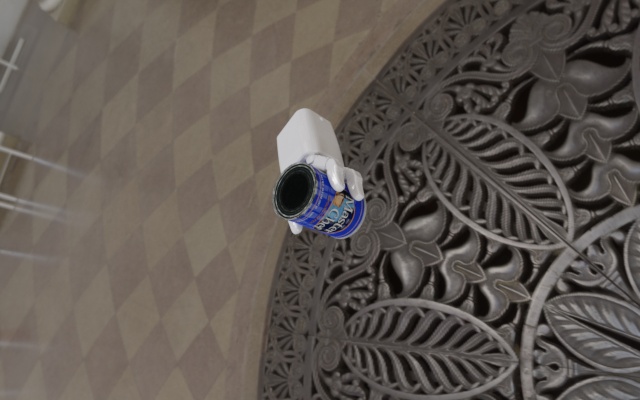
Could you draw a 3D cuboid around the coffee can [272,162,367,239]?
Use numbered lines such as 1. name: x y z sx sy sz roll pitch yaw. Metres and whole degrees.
1. coffee can: 0.000 0.003 0.846 0.103 0.102 0.140 0 -16 42
